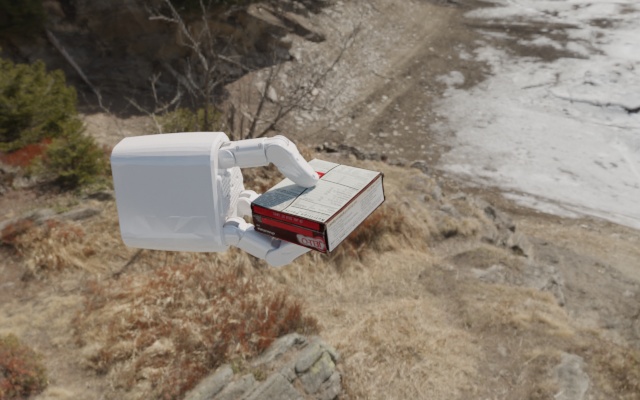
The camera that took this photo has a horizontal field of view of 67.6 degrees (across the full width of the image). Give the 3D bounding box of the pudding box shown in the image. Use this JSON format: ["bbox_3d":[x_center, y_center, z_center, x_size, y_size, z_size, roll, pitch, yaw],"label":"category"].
[{"bbox_3d":[0.000,0.001,0.477,0.090,0.039,0.113,15,38,32],"label":"pudding box"}]
